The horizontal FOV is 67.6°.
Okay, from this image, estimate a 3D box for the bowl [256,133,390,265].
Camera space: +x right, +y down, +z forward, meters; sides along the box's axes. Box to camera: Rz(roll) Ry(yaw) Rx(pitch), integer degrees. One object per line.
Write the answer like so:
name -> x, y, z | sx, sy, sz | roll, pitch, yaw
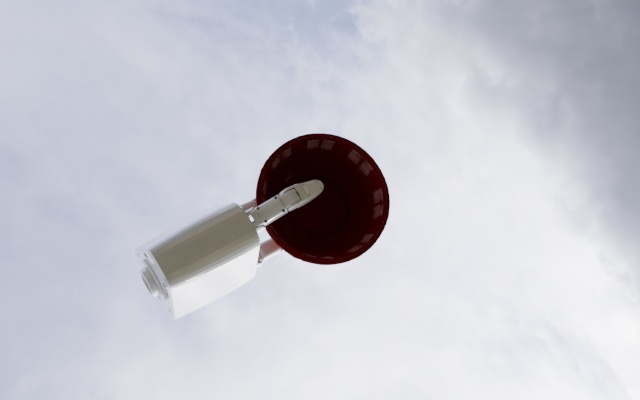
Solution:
bowl -> 0.001, 0.002, 0.587 | 0.162, 0.162, 0.055 | 0, -15, -11
